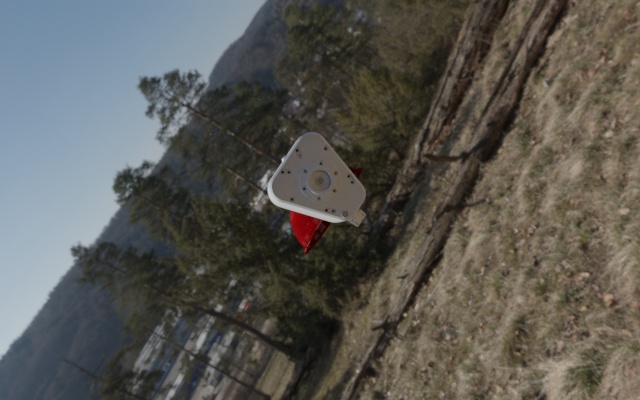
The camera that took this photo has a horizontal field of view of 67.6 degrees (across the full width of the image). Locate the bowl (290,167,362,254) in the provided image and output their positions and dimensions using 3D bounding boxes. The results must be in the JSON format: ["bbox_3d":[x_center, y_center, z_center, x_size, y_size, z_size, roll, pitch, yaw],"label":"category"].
[{"bbox_3d":[0.000,0.003,0.750,0.055,0.162,0.162,33,5,7],"label":"bowl"}]
